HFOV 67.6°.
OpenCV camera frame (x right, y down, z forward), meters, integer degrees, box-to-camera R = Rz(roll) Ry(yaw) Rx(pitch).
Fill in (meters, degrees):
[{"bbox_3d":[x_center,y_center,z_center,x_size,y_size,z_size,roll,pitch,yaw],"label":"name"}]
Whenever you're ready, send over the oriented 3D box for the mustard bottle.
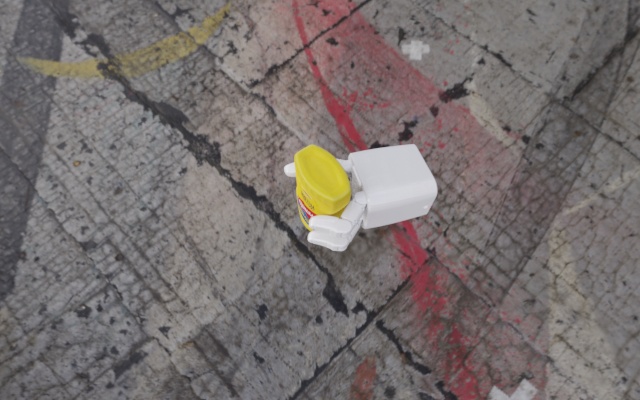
[{"bbox_3d":[0.000,0.002,0.728,0.058,0.096,0.192,-34,-21,-17],"label":"mustard bottle"}]
